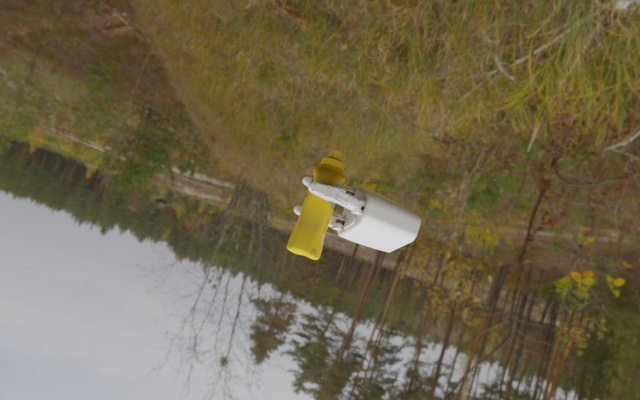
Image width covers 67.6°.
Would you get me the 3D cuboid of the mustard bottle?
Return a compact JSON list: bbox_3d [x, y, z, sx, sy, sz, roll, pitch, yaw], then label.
[{"bbox_3d":[0.000,0.003,0.818,0.058,0.191,0.096,18,-9,8],"label":"mustard bottle"}]
